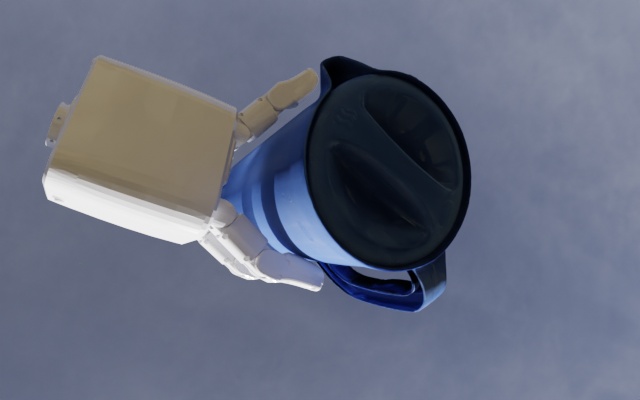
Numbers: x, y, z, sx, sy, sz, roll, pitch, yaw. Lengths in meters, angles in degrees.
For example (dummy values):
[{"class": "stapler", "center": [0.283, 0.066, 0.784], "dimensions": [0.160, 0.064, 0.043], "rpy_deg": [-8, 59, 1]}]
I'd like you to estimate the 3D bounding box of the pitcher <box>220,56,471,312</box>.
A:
[{"class": "pitcher", "center": [0.000, 0.001, 0.409], "dimensions": [0.145, 0.149, 0.243], "rpy_deg": [21, -16, -24]}]
